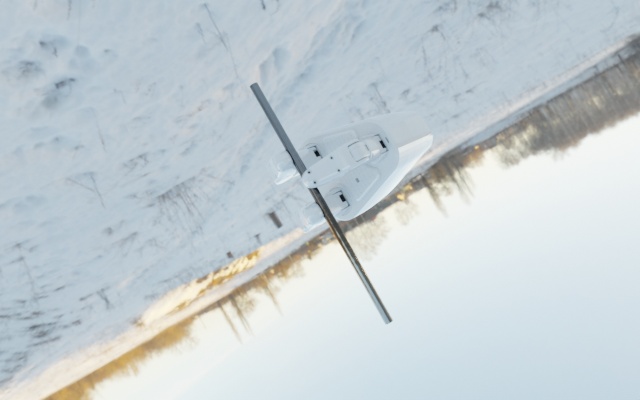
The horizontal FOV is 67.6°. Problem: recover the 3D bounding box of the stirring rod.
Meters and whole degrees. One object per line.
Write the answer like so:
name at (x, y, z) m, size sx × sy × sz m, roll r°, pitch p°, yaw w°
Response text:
stirring rod at (0.000, 0.001, 0.420) m, size 0.011 × 0.239 × 0.011 m, roll -30°, pitch -2°, yaw -1°
